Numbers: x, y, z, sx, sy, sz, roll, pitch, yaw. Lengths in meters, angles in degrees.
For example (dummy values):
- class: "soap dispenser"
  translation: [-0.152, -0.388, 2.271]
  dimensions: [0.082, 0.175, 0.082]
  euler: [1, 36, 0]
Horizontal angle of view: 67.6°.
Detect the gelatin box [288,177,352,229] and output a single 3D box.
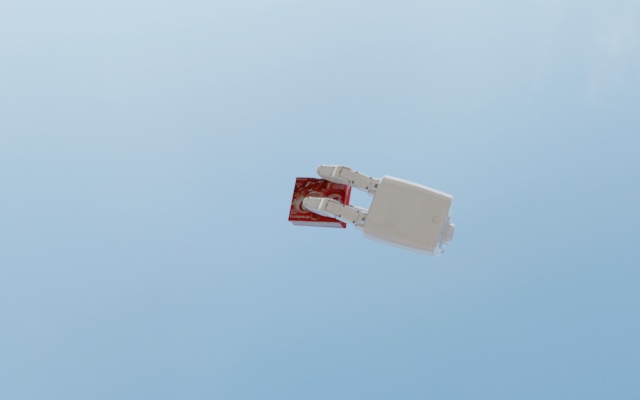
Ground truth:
- class: "gelatin box"
  translation: [0.000, 0.003, 0.734]
  dimensions: [0.089, 0.073, 0.030]
  euler: [2, -20, 21]
